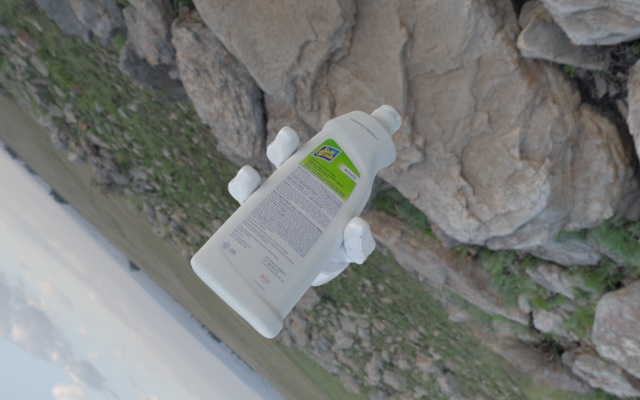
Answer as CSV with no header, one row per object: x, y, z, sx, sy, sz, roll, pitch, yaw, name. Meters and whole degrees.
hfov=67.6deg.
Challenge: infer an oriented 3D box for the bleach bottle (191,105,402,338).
0.000,0.001,0.458,0.102,0.250,0.068,42,-21,5,bleach bottle
